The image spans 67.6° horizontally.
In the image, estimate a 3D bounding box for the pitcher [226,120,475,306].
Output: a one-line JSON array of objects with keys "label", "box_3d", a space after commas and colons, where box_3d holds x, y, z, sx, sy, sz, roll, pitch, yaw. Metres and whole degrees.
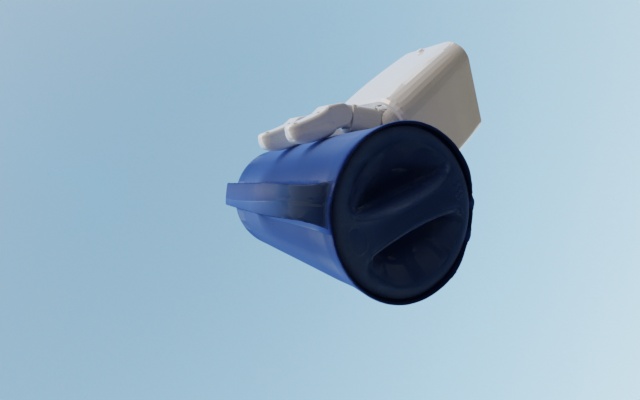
[{"label": "pitcher", "box_3d": [0.000, 0.001, 0.437, 0.145, 0.149, 0.243, -45, 23, -20]}]
